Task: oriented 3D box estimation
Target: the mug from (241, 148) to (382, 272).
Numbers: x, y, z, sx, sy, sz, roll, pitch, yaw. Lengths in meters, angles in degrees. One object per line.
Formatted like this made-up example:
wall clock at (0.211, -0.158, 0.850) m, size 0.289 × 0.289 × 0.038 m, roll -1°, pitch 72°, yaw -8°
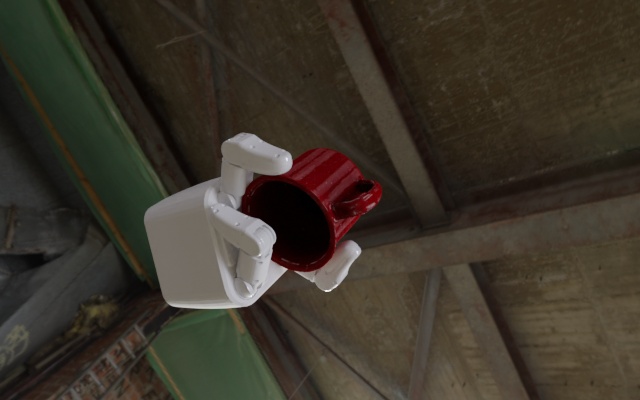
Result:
mug at (0.001, 0.001, 0.420) m, size 0.117 × 0.093 × 0.081 m, roll -12°, pitch 19°, yaw 37°
